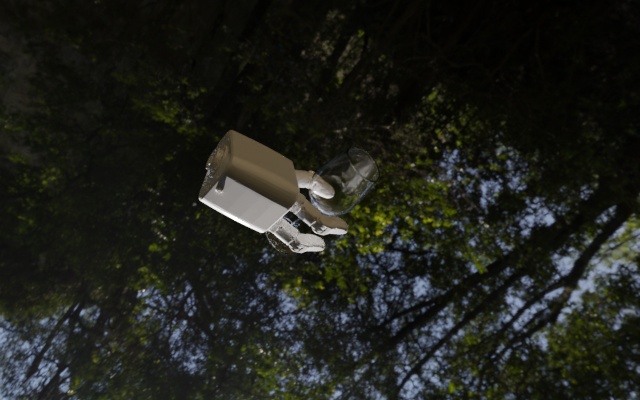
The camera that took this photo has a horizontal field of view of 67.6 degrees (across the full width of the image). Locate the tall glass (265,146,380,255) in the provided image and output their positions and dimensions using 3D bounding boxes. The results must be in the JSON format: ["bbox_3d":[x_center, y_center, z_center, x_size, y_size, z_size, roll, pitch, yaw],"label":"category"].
[{"bbox_3d":[0.000,0.003,0.724,0.079,0.079,0.201,0,-33,-47],"label":"tall glass"}]
